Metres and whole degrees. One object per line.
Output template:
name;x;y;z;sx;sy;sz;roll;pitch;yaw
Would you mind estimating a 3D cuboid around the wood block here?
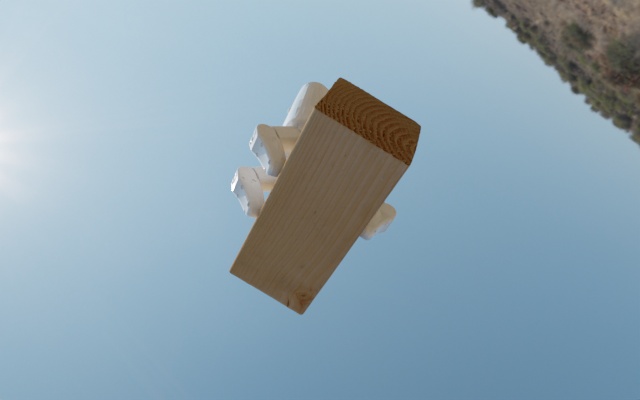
wood block;0.000;0.002;0.463;0.091;0.206;0.090;30;35;-1
